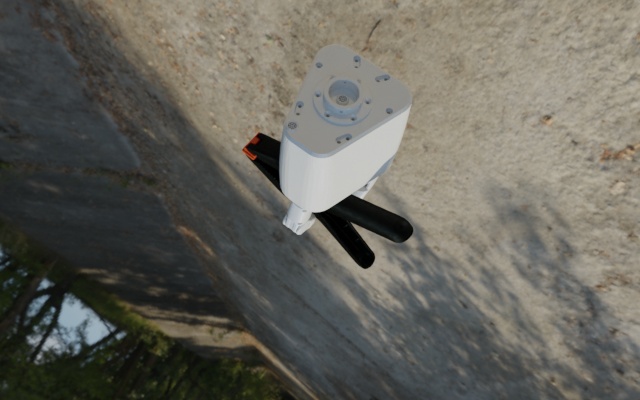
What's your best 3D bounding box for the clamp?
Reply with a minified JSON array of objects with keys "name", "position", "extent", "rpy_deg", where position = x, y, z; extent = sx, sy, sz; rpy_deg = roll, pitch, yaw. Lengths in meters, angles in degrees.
[{"name":"clamp","position":[-0.001,0.002,0.547],"extent":[0.210,0.036,0.165],"rpy_deg":[36,-20,11]}]
